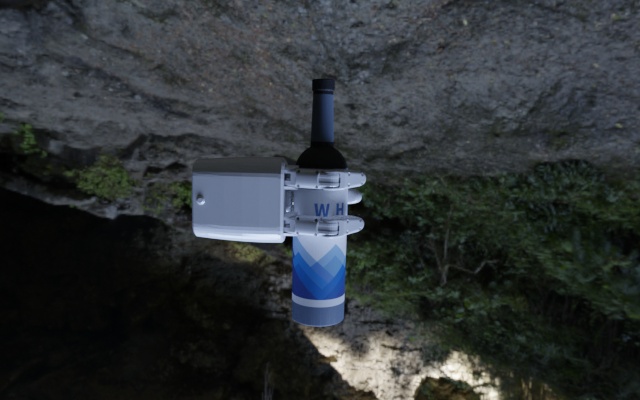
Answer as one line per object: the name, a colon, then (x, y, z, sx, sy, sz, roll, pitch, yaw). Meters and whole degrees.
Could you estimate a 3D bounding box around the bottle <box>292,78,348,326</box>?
bottle: (0.000, 0.002, 0.589, 0.069, 0.296, 0.069, 1, 8, 0)
